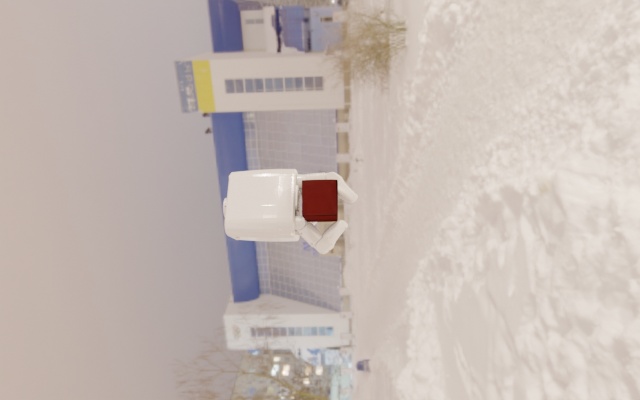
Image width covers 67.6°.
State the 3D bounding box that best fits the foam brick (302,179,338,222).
[{"bbox_3d":[0.000,0.002,0.703,0.051,0.053,0.078,0,-10,2],"label":"foam brick"}]
